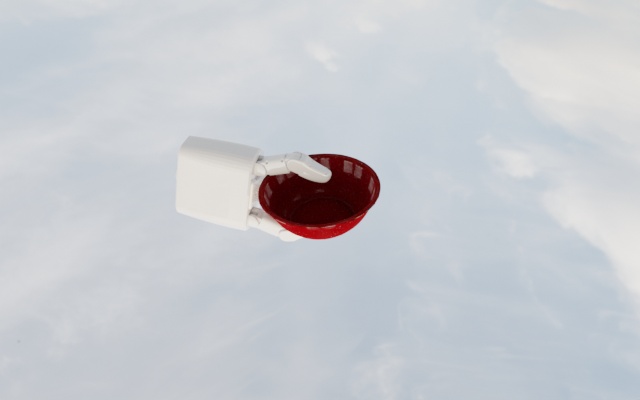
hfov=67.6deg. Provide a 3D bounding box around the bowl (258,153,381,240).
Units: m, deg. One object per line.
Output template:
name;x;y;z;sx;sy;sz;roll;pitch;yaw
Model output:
bowl;0.001;0.003;0.641;0.162;0.055;0.162;-4;38;3
